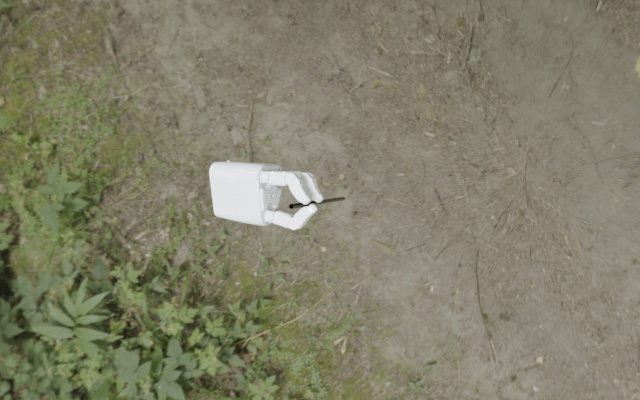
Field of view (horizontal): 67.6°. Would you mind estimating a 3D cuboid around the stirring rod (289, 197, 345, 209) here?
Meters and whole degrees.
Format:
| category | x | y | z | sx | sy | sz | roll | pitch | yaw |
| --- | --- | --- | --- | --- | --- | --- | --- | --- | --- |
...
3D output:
| category | x | y | z | sx | sy | sz | roll | pitch | yaw |
| --- | --- | --- | --- | --- | --- | --- | --- | --- | --- |
| stirring rod | 0.000 | 0.003 | 0.874 | 0.011 | 0.011 | 0.239 | 0 | 3 | 23 |
